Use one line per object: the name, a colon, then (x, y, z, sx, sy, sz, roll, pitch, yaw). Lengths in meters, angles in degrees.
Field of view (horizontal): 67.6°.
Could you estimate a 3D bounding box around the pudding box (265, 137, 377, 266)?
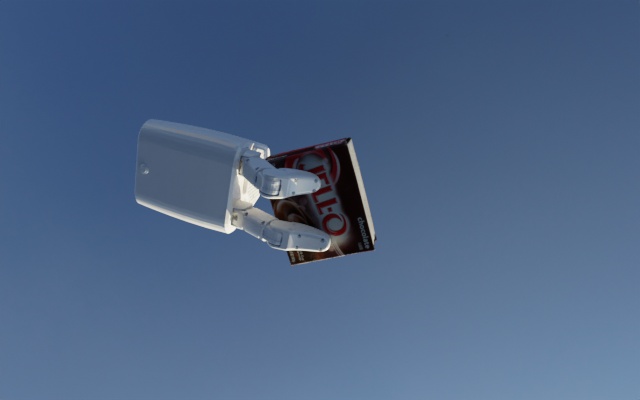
pudding box: (0.000, 0.002, 0.478, 0.090, 0.113, 0.039, -12, 16, 17)
